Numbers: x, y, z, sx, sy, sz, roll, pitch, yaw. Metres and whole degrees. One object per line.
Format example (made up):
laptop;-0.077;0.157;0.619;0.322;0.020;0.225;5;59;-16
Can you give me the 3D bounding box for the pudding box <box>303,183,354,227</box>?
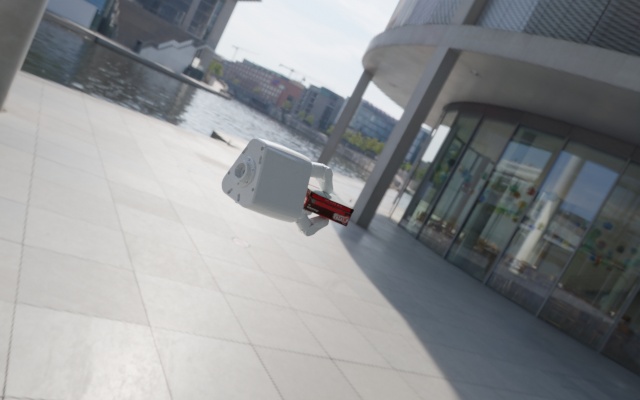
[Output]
pudding box;0.000;0.003;0.870;0.090;0.039;0.113;24;8;-20
